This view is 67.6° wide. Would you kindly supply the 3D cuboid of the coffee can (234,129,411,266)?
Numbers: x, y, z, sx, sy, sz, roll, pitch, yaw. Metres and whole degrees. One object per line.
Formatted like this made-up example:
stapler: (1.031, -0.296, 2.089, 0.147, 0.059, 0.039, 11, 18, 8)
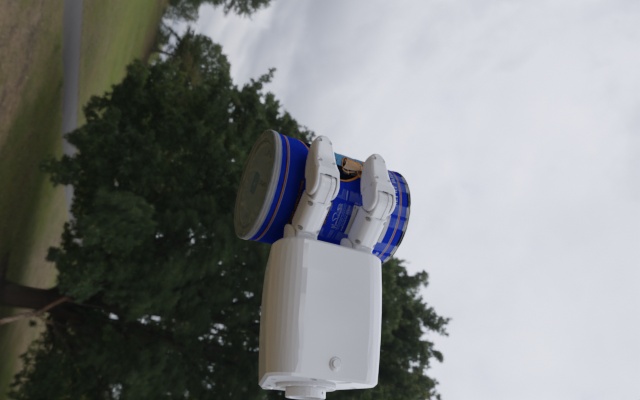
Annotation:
coffee can: (0.000, 0.001, 0.462, 0.140, 0.103, 0.103, 16, -6, -23)
